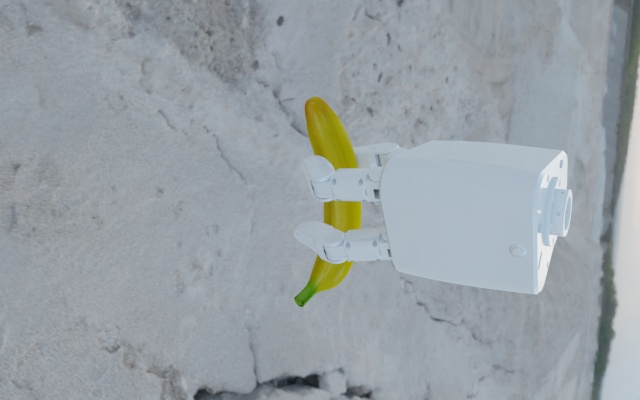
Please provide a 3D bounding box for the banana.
[{"bbox_3d":[0.012,0.003,0.456,0.037,0.198,0.069,10,13,38],"label":"banana"}]
